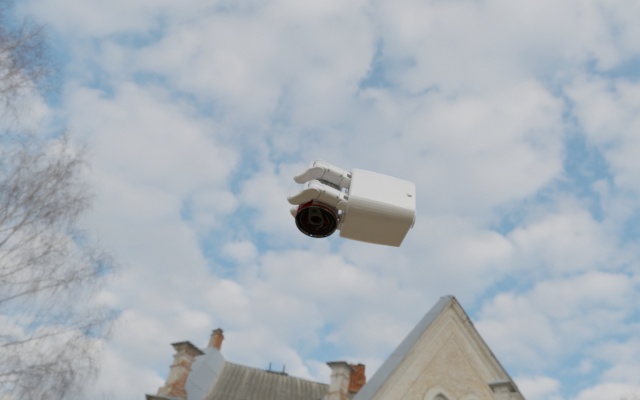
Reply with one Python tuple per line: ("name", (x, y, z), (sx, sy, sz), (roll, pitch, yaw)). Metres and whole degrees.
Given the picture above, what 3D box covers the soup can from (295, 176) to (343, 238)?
("soup can", (0.000, 0.002, 0.787), (0.068, 0.069, 0.102), (0, 41, 11))
